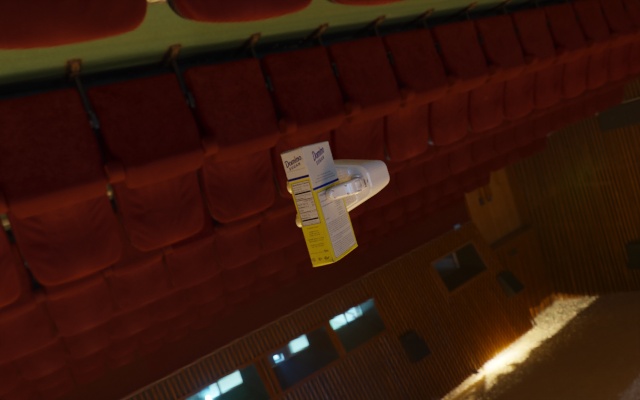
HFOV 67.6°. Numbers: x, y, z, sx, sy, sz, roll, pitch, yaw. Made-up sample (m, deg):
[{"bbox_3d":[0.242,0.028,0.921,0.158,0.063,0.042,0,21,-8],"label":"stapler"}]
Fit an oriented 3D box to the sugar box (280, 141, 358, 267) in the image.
[{"bbox_3d":[0.000,0.003,0.730,0.048,0.176,0.093,-16,4,28],"label":"sugar box"}]
